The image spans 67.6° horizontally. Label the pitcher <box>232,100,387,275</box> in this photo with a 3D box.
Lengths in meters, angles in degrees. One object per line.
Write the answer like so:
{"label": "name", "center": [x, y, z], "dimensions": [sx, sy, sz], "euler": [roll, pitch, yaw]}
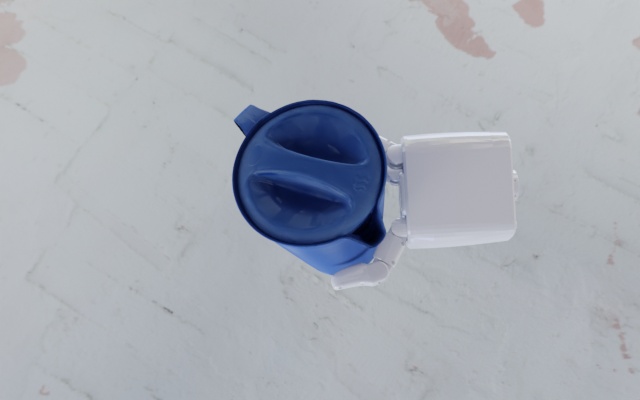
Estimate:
{"label": "pitcher", "center": [0.000, 0.002, 0.510], "dimensions": [0.145, 0.149, 0.243], "euler": [-3, -18, 8]}
